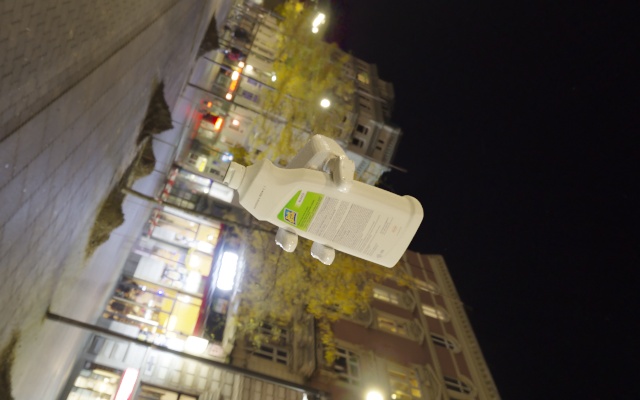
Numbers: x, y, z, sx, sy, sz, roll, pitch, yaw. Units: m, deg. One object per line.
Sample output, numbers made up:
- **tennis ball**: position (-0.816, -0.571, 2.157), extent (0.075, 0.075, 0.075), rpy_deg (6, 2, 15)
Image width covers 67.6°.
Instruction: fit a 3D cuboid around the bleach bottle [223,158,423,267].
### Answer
- **bleach bottle**: position (0.000, 0.002, 0.621), extent (0.251, 0.102, 0.068), rpy_deg (21, 18, -15)
